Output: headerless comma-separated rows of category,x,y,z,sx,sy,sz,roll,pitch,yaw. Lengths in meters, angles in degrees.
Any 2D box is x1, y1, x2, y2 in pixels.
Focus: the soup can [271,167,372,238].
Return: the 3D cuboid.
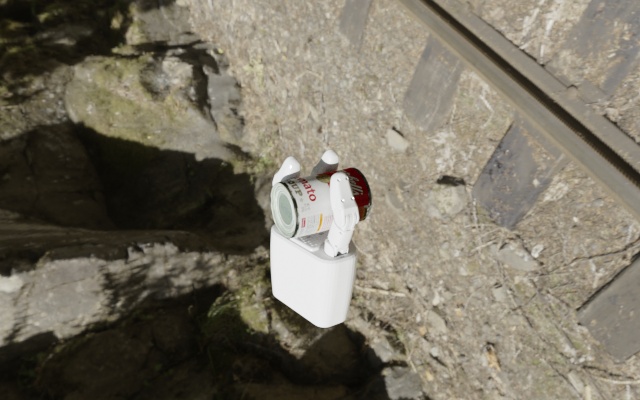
soup can,0.000,0.002,0.566,0.102,0.068,0.068,-12,6,-28
